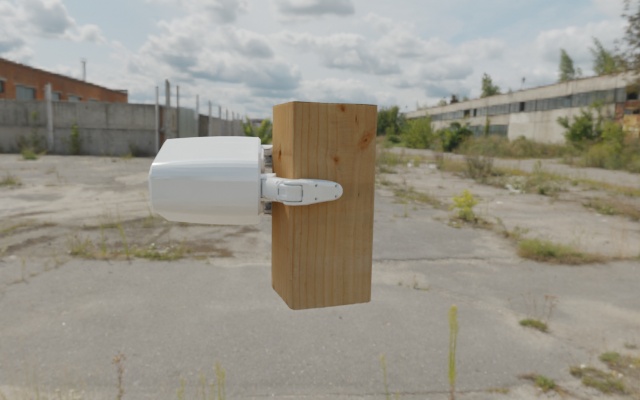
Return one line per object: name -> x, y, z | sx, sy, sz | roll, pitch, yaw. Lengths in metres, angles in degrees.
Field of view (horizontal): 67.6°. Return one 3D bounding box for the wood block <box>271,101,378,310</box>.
wood block -> 0.000, 0.002, 0.516 | 0.090, 0.206, 0.091 | -2, 8, -20
